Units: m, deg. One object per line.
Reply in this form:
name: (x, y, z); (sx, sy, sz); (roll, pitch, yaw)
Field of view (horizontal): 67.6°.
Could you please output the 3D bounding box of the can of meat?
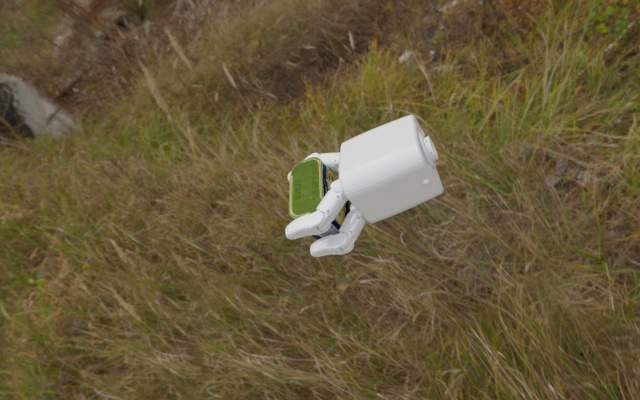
can of meat: (0.000, 0.002, 0.663); (0.057, 0.102, 0.084); (-20, -40, 22)
